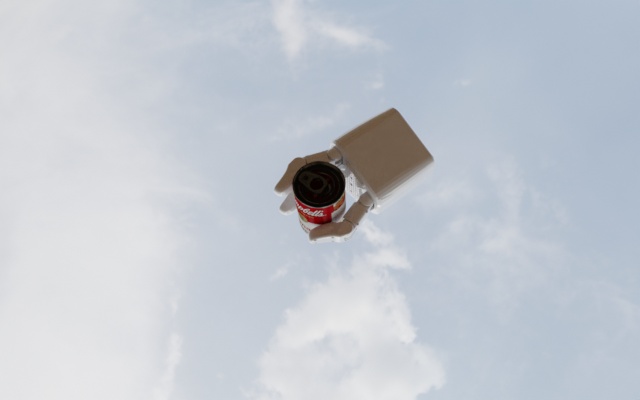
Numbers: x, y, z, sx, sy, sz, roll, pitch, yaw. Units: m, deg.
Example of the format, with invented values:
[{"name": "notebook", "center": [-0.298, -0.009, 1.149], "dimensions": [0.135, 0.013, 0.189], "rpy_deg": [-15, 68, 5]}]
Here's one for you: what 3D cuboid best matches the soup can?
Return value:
[{"name": "soup can", "center": [0.000, 0.003, 0.644], "dimensions": [0.068, 0.068, 0.102], "rpy_deg": [0, -27, 3]}]
